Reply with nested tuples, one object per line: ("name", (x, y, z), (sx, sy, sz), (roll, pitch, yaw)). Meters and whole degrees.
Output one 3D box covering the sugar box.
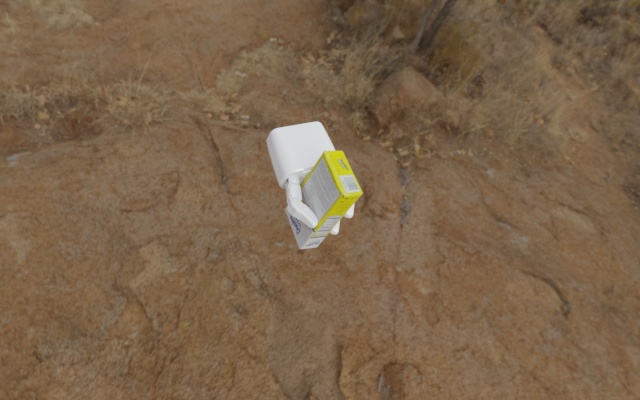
("sugar box", (0.001, 0.003, 0.842), (0.048, 0.093, 0.176), (-5, -31, -31))
